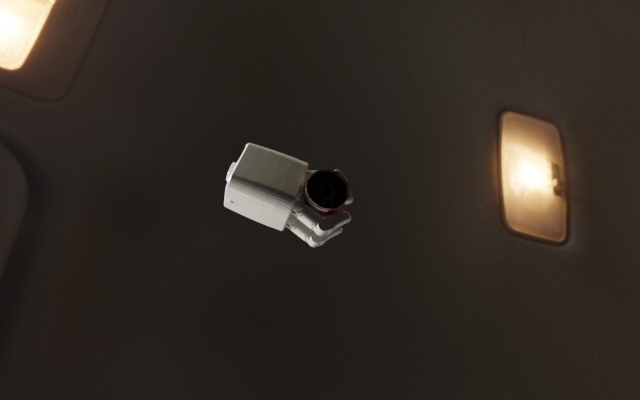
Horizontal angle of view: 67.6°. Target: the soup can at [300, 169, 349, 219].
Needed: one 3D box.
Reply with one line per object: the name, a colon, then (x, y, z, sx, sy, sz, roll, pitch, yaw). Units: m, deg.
soup can: (0.001, 0.003, 0.774, 0.068, 0.068, 0.102, 0, -24, -14)
